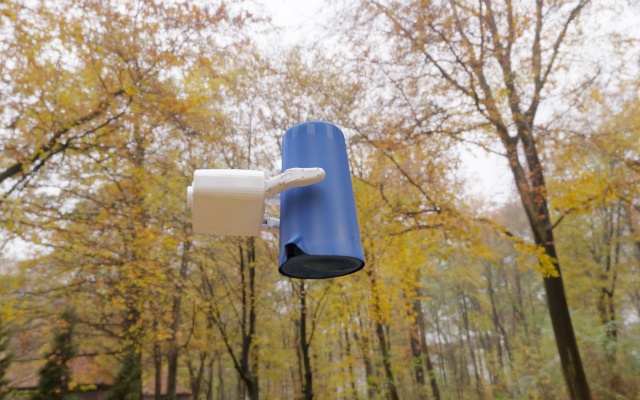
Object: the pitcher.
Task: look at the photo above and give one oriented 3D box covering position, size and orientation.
[{"bbox_3d":[0.000,0.003,0.778,0.145,0.242,0.149,1,-24,-11],"label":"pitcher"}]
